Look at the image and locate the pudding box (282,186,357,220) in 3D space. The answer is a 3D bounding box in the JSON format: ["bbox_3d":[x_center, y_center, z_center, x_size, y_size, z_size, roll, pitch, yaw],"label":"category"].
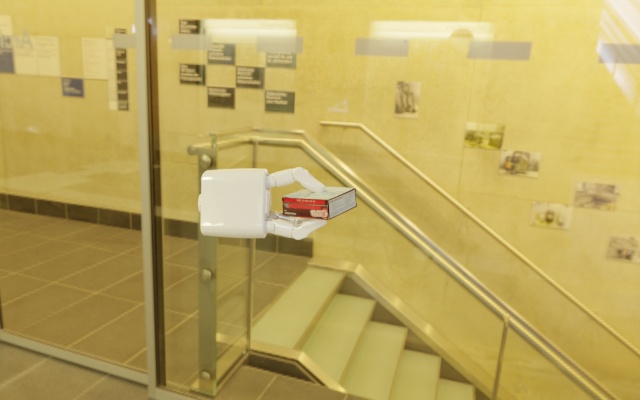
[{"bbox_3d":[0.000,0.003,0.818,0.090,0.039,0.113,5,15,28],"label":"pudding box"}]
